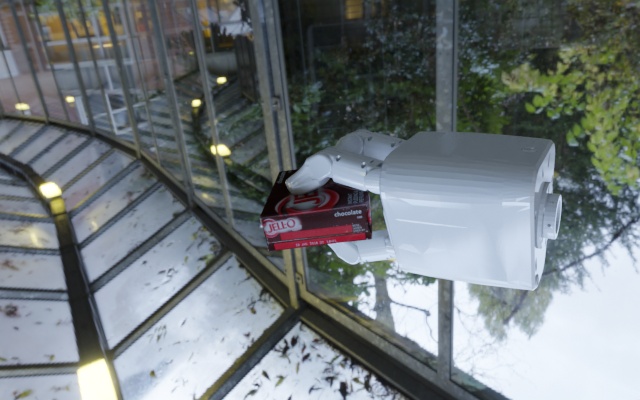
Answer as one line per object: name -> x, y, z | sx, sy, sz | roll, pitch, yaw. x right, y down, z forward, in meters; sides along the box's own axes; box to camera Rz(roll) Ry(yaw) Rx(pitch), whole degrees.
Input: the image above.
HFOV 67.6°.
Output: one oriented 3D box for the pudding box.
pudding box -> 0.000, 0.002, 0.436 | 0.090, 0.039, 0.113 | -7, 20, 7
